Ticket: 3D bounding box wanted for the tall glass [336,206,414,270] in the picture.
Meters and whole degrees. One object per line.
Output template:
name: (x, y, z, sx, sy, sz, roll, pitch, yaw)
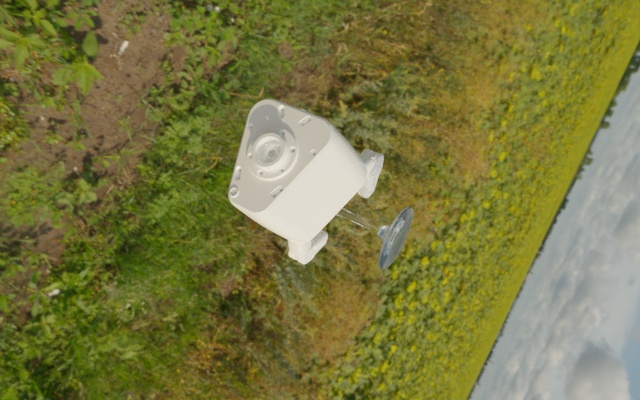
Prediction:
tall glass: (0.001, 0.002, 0.551, 0.201, 0.079, 0.079, 25, 11, 25)
